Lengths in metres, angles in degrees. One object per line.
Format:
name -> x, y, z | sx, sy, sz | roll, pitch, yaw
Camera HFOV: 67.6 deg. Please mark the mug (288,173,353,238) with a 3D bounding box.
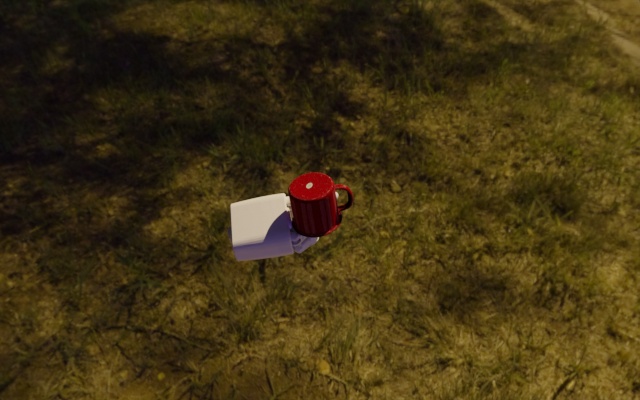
mug -> 0.002, 0.002, 0.845 | 0.117, 0.082, 0.093 | -11, 39, -1
